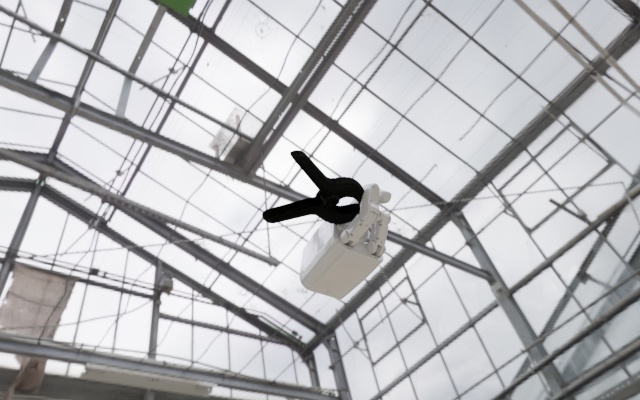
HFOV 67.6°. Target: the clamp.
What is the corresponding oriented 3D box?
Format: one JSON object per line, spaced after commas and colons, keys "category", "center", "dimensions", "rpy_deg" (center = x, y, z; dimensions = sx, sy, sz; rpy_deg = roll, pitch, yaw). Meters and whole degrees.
{"category": "clamp", "center": [0.000, 0.002, 0.709], "dimensions": [0.171, 0.120, 0.039], "rpy_deg": [23, 30, -29]}
